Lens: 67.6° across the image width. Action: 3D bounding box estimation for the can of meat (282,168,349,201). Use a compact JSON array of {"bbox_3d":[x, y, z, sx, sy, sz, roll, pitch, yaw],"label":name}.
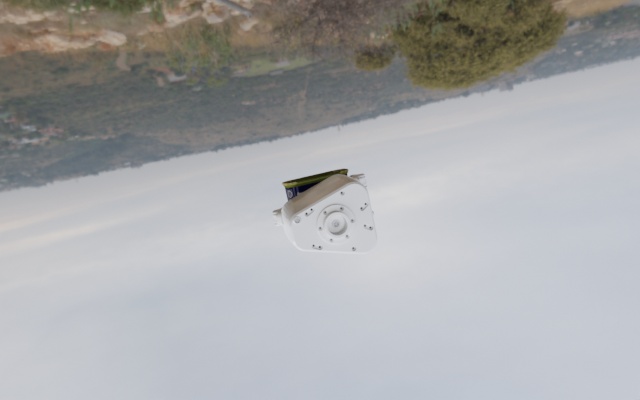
[{"bbox_3d":[0.000,0.003,0.735,0.102,0.084,0.057,-14,8,-10],"label":"can of meat"}]
